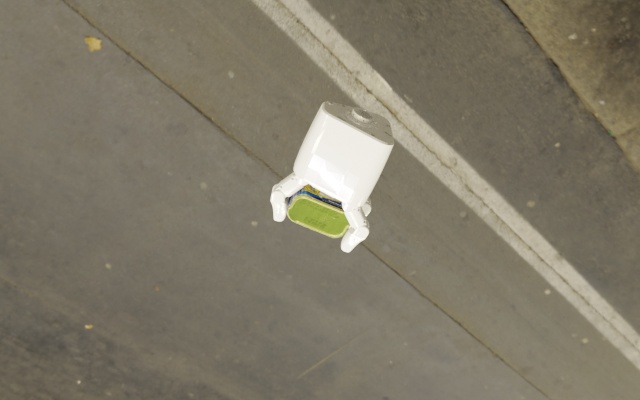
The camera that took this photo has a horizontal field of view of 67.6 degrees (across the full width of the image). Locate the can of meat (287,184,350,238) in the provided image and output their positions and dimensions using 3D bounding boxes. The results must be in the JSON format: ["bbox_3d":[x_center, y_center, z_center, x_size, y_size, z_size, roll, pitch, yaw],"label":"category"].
[{"bbox_3d":[0.000,0.003,0.738,0.102,0.057,0.084,22,32,-12],"label":"can of meat"}]
